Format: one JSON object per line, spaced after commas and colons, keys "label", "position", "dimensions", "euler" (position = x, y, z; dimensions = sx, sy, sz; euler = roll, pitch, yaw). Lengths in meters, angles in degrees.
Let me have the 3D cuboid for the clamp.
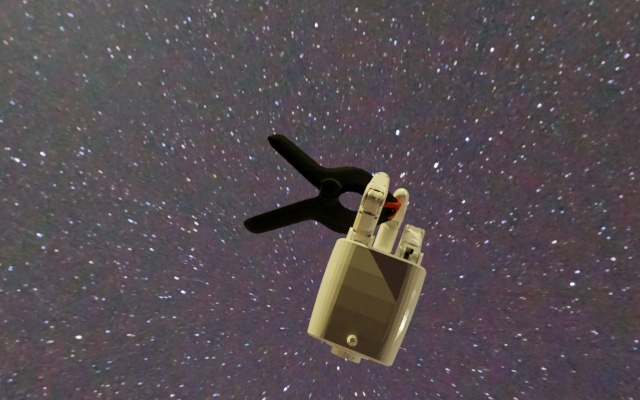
{"label": "clamp", "position": [0.000, 0.002, 0.537], "dimensions": [0.171, 0.120, 0.039], "euler": [20, -13, 7]}
